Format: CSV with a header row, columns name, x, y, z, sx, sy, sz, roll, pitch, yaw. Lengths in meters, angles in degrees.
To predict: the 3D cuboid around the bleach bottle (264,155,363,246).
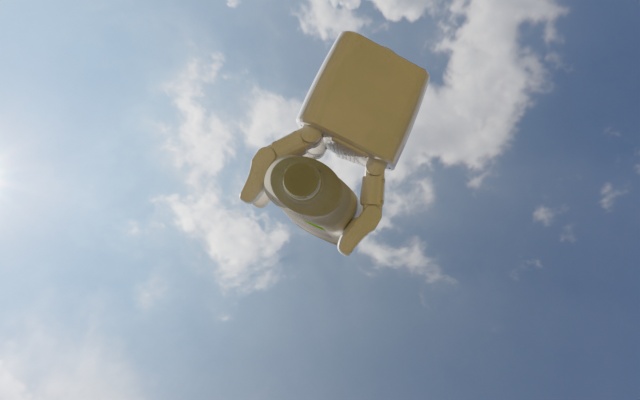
name,x,y,z,sx,sy,sz,roll,pitch,yaw
bleach bottle,0.000,0.002,0.505,0.102,0.068,0.251,25,-5,6
